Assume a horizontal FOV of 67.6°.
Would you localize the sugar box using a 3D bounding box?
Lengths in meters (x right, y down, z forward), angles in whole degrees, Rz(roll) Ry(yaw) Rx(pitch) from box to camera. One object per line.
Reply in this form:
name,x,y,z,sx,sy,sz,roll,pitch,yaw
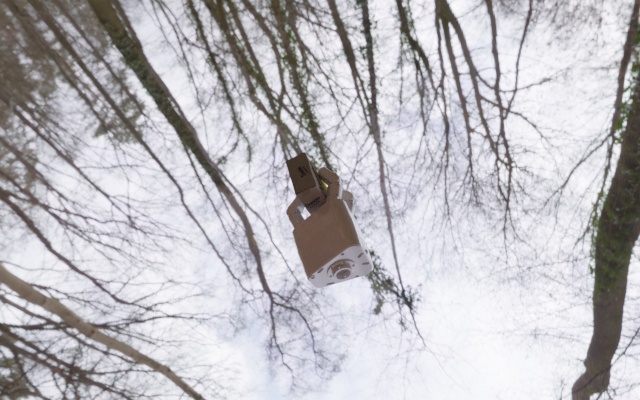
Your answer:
sugar box,0.001,0.003,0.878,0.048,0.093,0.176,-25,-44,6
